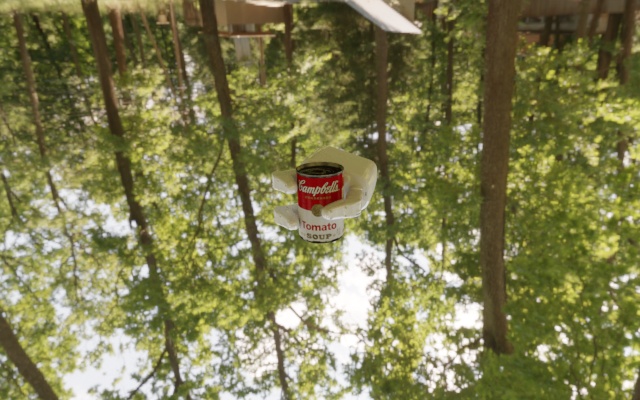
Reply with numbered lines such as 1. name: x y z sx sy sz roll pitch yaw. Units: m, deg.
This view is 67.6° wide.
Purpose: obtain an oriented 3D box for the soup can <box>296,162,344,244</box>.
1. soup can: 0.000 0.003 0.685 0.068 0.102 0.068 -1 21 0
